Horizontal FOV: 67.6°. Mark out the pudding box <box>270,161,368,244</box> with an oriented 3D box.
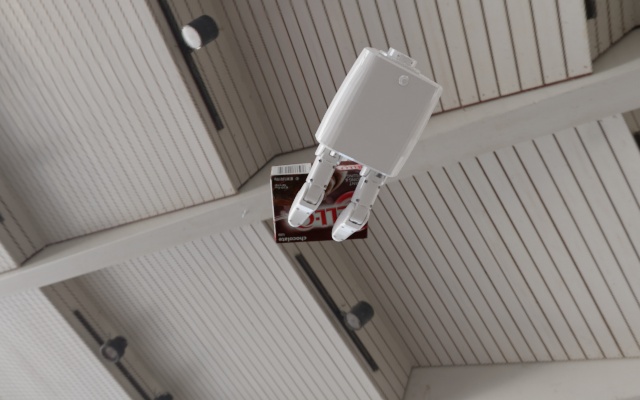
[{"bbox_3d":[0.000,0.002,0.559,0.113,0.090,0.039,-2,26,-1],"label":"pudding box"}]
